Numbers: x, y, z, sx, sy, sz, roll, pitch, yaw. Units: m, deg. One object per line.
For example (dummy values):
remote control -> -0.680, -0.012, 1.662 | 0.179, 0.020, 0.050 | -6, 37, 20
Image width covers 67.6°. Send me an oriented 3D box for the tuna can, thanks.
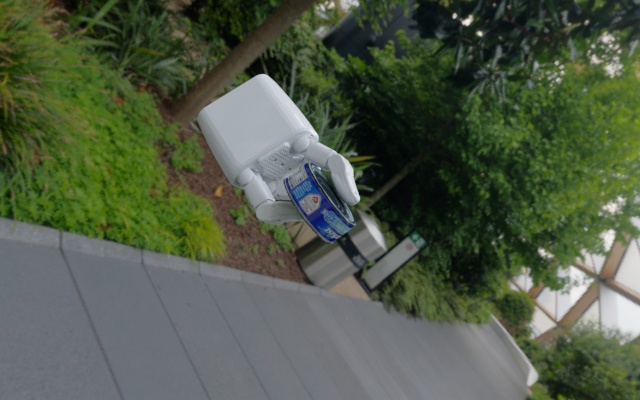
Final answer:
tuna can -> 0.001, 0.001, 0.506 | 0.034, 0.086, 0.086 | -36, -7, 10
